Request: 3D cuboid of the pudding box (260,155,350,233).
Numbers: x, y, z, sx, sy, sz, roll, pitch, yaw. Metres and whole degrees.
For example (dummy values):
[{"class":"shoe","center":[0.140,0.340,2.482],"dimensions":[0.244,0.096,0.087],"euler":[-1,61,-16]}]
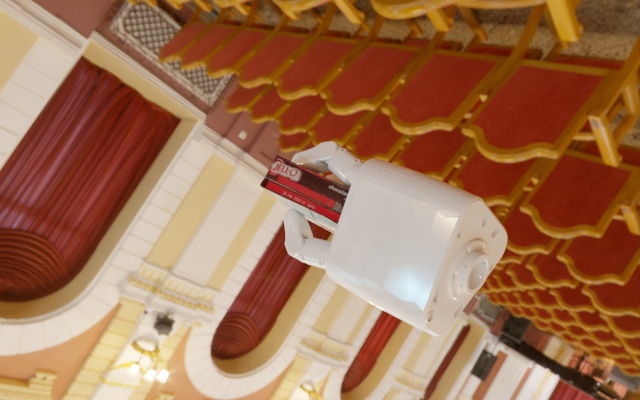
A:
[{"class":"pudding box","center":[0.000,0.002,0.480],"dimensions":[0.090,0.039,0.113],"euler":[27,-8,17]}]
